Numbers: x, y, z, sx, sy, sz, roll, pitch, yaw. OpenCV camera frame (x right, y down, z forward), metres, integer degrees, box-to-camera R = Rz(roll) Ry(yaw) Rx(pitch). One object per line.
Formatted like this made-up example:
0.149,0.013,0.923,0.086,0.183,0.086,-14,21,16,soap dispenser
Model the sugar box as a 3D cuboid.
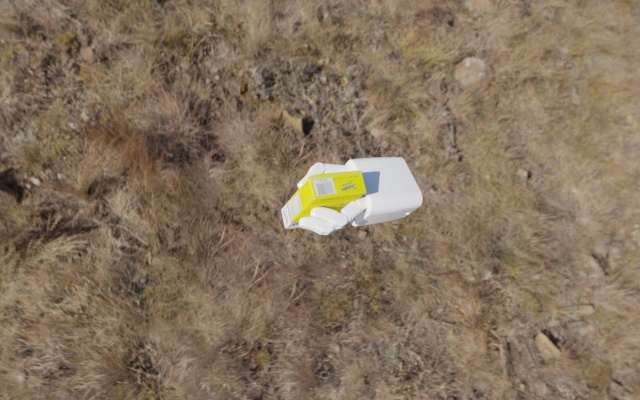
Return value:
0.000,0.003,0.820,0.093,0.048,0.176,-7,-18,-21,sugar box
